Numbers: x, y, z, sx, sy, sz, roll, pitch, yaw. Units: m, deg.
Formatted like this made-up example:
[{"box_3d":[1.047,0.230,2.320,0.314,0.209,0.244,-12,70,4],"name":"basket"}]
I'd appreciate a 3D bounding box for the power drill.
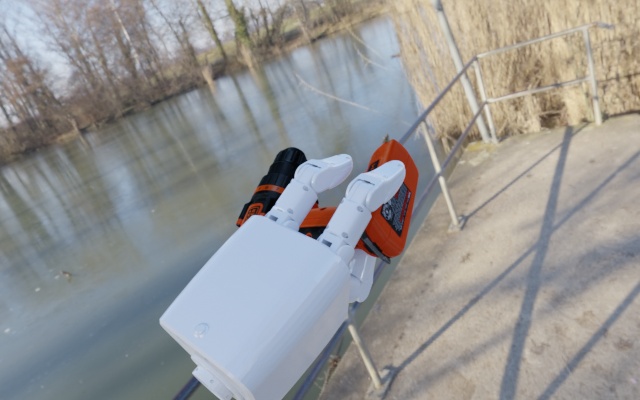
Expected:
[{"box_3d":[0.000,0.002,0.471,0.188,0.184,0.057,-15,-45,38],"name":"power drill"}]
